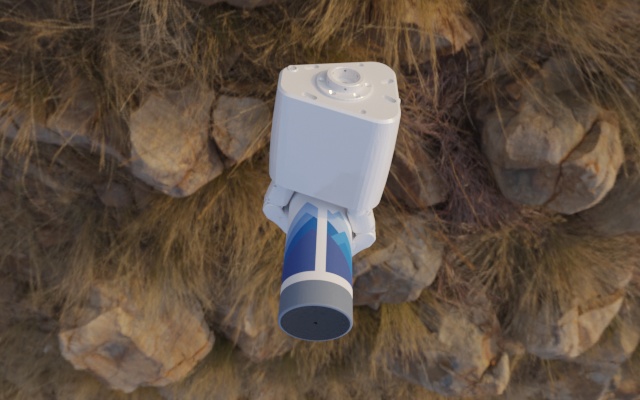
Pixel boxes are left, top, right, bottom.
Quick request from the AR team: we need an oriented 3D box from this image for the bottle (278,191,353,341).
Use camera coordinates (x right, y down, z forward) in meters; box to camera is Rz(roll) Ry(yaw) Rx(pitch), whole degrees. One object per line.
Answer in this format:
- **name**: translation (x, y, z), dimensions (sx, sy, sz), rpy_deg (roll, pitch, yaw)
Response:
- **bottle**: translation (0.000, 0.002, 0.521), dimensions (0.069, 0.295, 0.069), rpy_deg (1, -43, 1)
